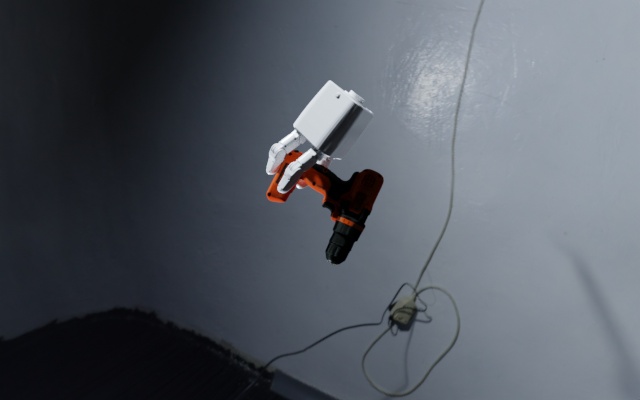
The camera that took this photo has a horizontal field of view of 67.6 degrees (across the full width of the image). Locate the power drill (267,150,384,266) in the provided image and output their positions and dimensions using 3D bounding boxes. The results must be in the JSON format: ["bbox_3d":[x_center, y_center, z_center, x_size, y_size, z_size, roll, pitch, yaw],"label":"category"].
[{"bbox_3d":[0.000,0.002,0.874,0.187,0.184,0.057,25,-6,12],"label":"power drill"}]
